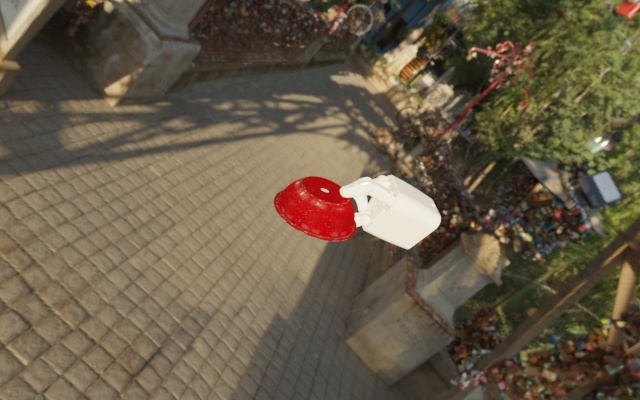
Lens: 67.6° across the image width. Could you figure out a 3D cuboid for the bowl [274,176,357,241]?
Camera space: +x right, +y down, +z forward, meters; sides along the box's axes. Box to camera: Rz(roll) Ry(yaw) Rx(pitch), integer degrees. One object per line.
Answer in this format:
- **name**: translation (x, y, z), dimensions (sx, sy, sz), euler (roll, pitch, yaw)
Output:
- **bowl**: translation (-0.001, 0.002, 0.860), dimensions (0.162, 0.055, 0.162), euler (18, 28, -10)
